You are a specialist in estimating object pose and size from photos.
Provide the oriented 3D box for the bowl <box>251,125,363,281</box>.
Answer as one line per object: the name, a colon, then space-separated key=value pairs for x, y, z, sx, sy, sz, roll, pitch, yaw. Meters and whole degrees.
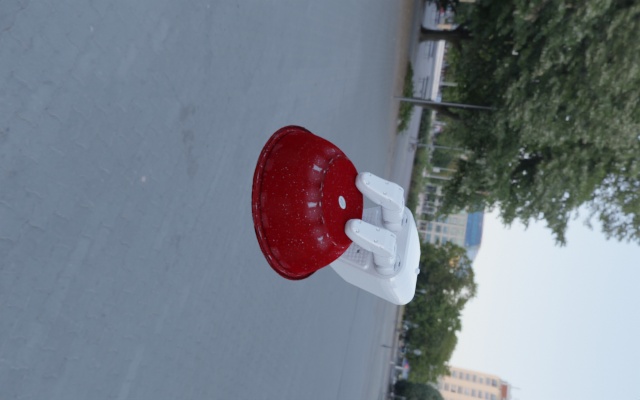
bowl: x=0.000 y=0.001 z=0.485 sx=0.055 sy=0.162 sz=0.162 roll=-2 pitch=-1 yaw=31
